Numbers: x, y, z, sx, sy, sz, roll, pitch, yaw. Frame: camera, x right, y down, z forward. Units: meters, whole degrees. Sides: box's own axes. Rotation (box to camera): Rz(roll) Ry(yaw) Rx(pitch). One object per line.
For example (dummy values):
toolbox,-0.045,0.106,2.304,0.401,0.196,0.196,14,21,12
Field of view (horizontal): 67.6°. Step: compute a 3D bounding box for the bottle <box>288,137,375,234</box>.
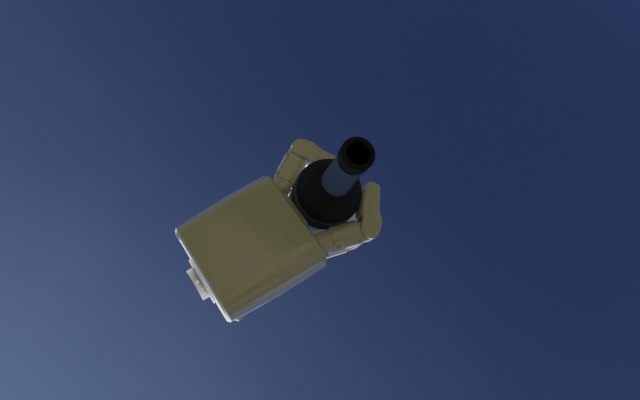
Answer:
bottle,0.000,0.002,0.501,0.069,0.069,0.296,0,-15,-12
